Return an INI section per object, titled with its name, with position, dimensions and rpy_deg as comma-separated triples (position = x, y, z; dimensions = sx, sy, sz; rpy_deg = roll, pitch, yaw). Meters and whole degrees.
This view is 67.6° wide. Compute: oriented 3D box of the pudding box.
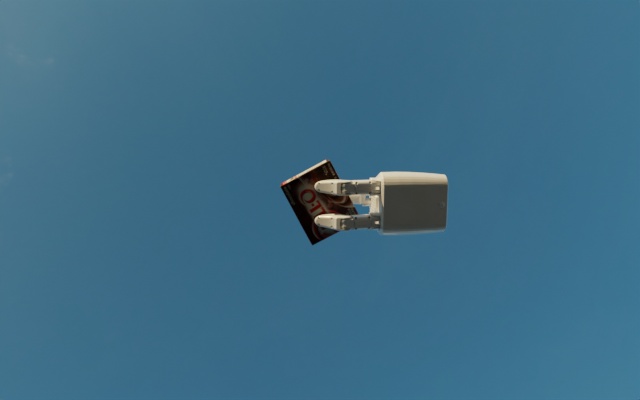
[pudding box]
position = 0.000, 0.002, 0.771
dimensions = 0.090, 0.113, 0.039
rpy_deg = -28, 8, 2
